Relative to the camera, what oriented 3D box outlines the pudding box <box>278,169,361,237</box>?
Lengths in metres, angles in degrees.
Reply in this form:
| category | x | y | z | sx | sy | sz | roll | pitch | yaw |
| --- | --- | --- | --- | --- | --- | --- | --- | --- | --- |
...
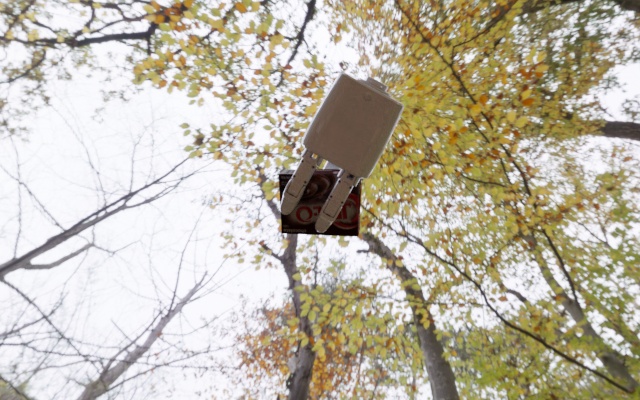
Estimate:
| category | x | y | z | sx | sy | sz | roll | pitch | yaw |
| --- | --- | --- | --- | --- | --- | --- | --- | --- | --- |
| pudding box | 0.000 | 0.002 | 0.673 | 0.113 | 0.090 | 0.039 | 2 | 18 | 10 |
